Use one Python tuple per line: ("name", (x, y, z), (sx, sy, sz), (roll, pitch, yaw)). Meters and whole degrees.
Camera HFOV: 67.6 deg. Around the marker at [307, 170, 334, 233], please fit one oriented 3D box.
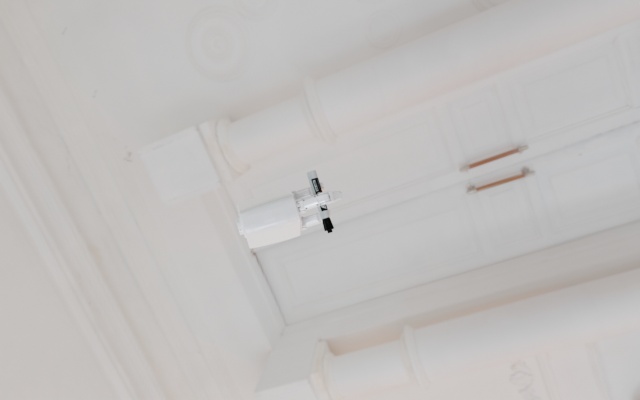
("marker", (0.000, 0.003, 0.897), (0.020, 0.121, 0.020), (-17, -6, -2))
